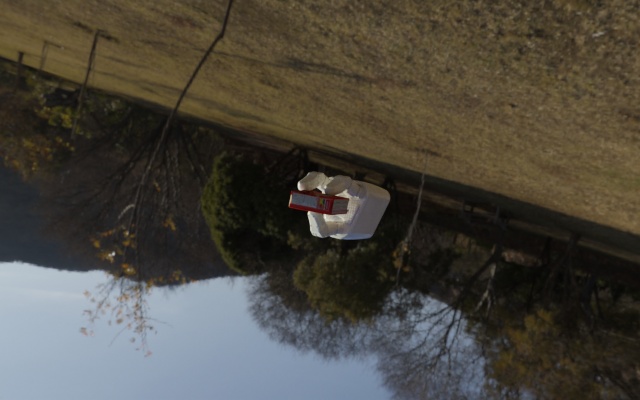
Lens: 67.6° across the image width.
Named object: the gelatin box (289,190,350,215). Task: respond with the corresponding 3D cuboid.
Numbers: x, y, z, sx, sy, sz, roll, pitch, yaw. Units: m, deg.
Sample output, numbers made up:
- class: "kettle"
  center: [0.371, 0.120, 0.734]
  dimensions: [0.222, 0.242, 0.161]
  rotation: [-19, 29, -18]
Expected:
- class: "gelatin box"
  center: [0.000, 0.003, 0.785]
  dimensions: [0.073, 0.030, 0.089]
  rotation: [11, 5, 20]
